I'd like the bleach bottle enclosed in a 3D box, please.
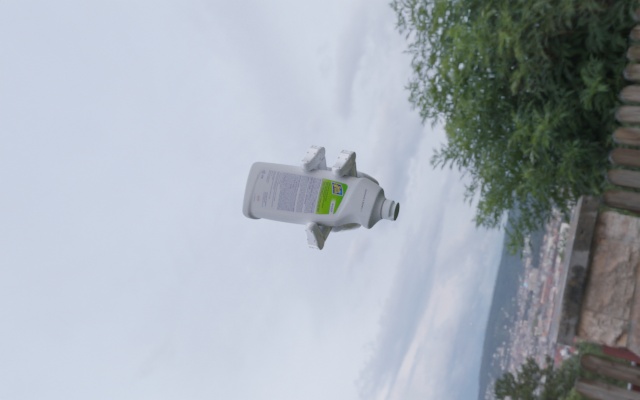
[{"bbox_3d":[0.000,0.002,0.764,0.251,0.102,0.068,11,2,23],"label":"bleach bottle"}]
